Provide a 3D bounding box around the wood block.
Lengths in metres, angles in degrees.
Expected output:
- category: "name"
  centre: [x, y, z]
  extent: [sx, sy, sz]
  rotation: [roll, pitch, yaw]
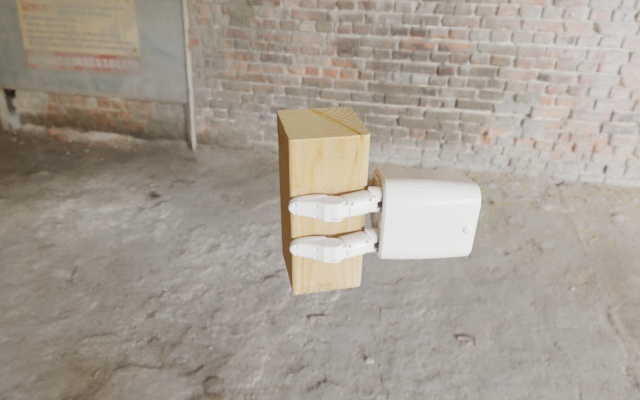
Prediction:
- category: "wood block"
  centre: [0.000, 0.002, 0.576]
  extent: [0.090, 0.206, 0.090]
  rotation: [-5, 31, -10]
